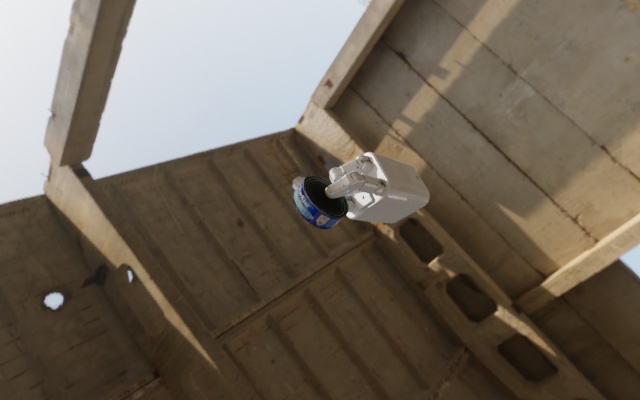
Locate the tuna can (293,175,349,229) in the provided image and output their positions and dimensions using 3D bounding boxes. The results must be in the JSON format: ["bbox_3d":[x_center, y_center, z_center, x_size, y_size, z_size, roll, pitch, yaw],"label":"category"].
[{"bbox_3d":[0.000,0.003,0.745,0.086,0.086,0.034,0,-39,-47],"label":"tuna can"}]
